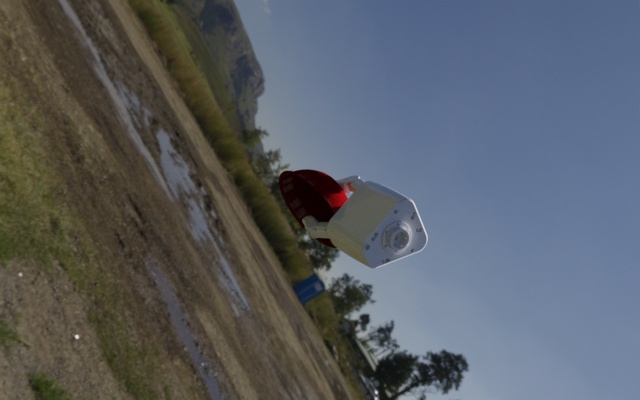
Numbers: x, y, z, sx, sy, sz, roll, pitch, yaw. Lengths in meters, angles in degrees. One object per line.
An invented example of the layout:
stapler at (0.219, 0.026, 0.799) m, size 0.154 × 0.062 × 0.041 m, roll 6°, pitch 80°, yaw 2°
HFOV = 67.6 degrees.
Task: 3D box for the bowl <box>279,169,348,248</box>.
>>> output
bowl at (0.000, 0.002, 0.830) m, size 0.055 × 0.162 × 0.162 m, roll -39°, pitch 18°, yaw -24°
